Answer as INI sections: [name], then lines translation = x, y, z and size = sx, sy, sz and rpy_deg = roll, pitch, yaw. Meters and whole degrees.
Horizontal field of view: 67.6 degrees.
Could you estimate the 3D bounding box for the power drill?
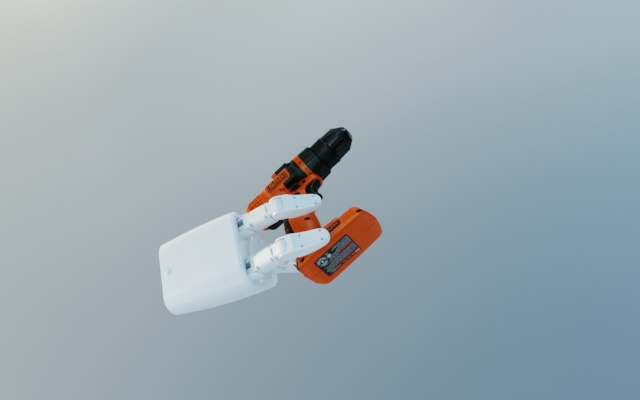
[power drill]
translation = 0.000, 0.002, 0.611
size = 0.057, 0.184, 0.187
rpy_deg = 42, 6, -38
